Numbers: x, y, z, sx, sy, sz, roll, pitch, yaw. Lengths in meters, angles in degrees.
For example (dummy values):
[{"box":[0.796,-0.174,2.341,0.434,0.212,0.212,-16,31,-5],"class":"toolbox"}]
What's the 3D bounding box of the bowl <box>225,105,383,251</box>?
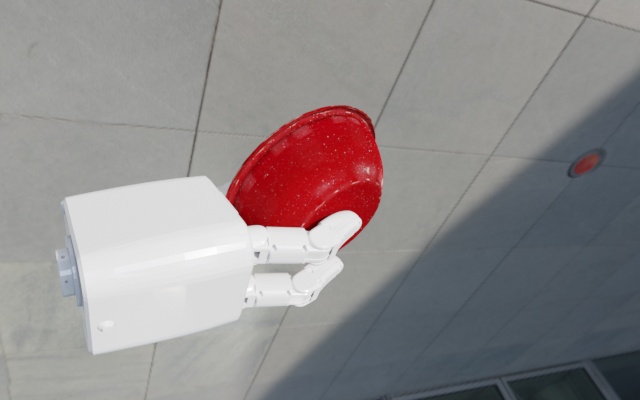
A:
[{"box":[0.001,0.001,0.409,0.162,0.162,0.055,0,40,-51],"class":"bowl"}]
